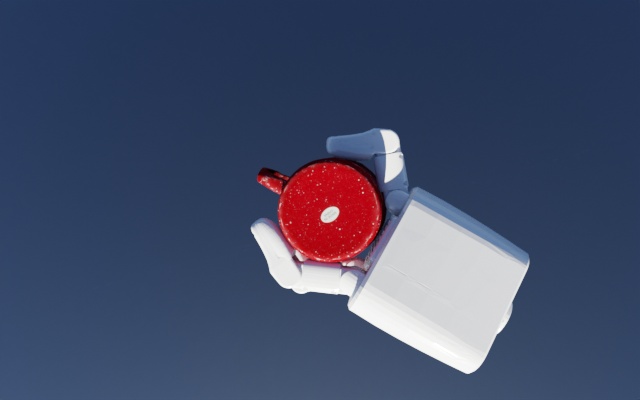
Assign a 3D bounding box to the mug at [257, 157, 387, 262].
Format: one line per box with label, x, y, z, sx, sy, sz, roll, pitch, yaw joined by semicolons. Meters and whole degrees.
mug;-0.001;0.001;0.404;0.117;0.093;0.081;29;4;5
